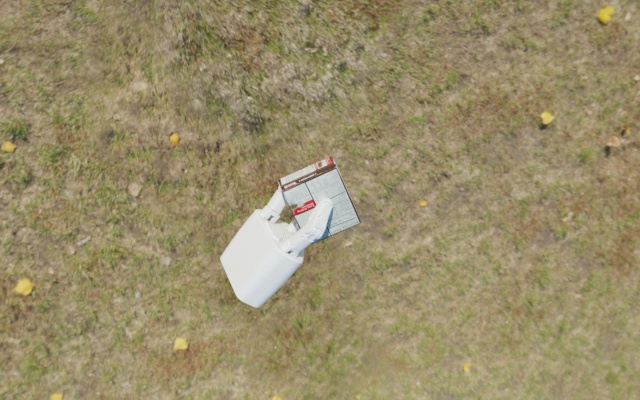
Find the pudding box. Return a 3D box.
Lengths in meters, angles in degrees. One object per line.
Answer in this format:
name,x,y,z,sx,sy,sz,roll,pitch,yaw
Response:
pudding box,0.000,0.002,0.712,0.090,0.114,0.039,-24,34,2
